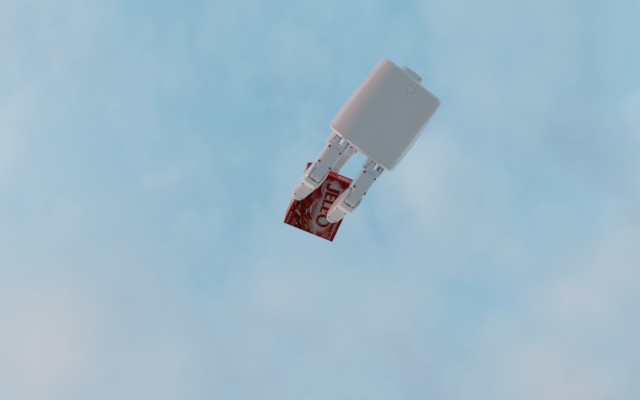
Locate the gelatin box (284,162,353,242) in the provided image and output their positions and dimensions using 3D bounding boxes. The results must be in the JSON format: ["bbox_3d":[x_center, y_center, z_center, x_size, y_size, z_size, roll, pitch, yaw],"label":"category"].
[{"bbox_3d":[0.000,0.002,0.644,0.073,0.089,0.030,22,19,-8],"label":"gelatin box"}]
